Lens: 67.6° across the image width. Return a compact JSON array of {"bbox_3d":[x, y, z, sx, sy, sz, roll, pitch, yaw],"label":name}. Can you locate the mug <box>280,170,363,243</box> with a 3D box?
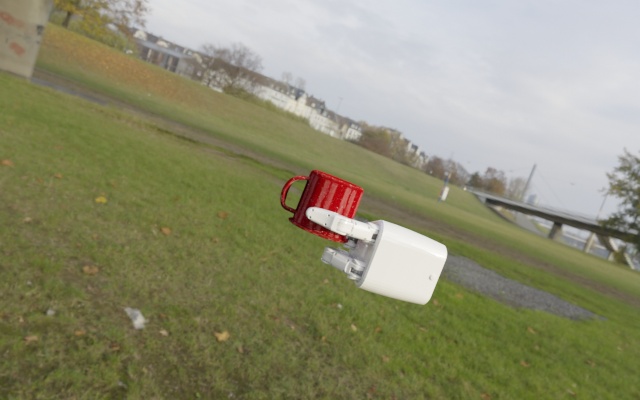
[{"bbox_3d":[-0.001,0.002,0.685,0.117,0.081,0.093,20,5,-13],"label":"mug"}]
